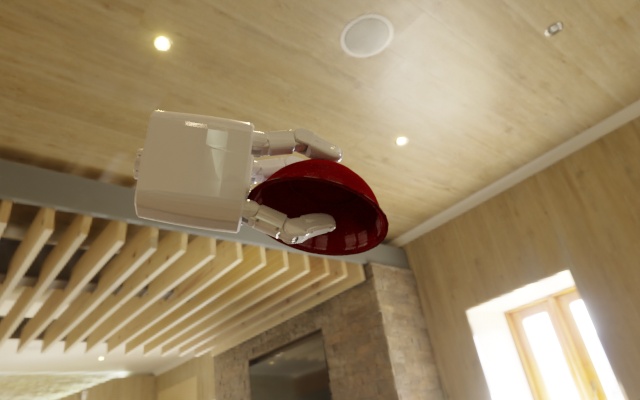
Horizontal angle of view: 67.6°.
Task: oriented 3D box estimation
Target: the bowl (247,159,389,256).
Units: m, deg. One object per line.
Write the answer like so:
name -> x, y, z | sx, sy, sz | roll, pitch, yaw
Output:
bowl -> 0.001, 0.002, 0.549 | 0.162, 0.055, 0.162 | 9, -33, 6
